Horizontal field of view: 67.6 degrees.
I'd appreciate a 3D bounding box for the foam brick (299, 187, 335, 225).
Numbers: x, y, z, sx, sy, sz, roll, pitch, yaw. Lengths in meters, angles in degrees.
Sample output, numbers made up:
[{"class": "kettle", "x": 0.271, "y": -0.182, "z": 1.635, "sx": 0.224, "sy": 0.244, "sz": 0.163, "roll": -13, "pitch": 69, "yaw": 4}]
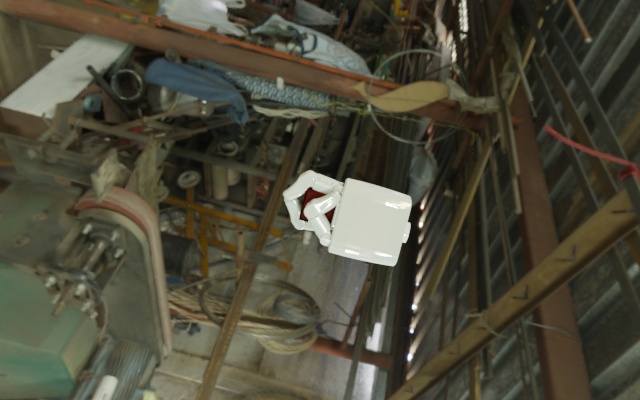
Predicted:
[{"class": "foam brick", "x": 0.000, "y": 0.002, "z": 0.773, "sx": 0.051, "sy": 0.053, "sz": 0.078, "roll": 14, "pitch": 19, "yaw": 2}]
